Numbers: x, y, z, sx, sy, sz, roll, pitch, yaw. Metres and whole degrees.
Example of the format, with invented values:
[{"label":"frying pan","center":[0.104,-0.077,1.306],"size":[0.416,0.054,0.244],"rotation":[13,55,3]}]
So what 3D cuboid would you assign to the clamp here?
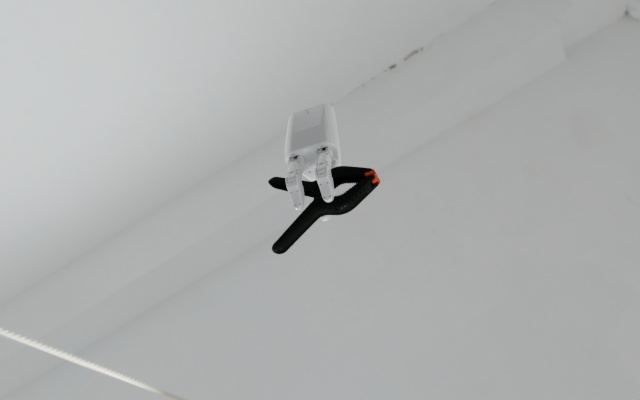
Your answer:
[{"label":"clamp","center":[0.001,0.003,0.817],"size":[0.210,0.164,0.036],"rotation":[-15,-38,19]}]
